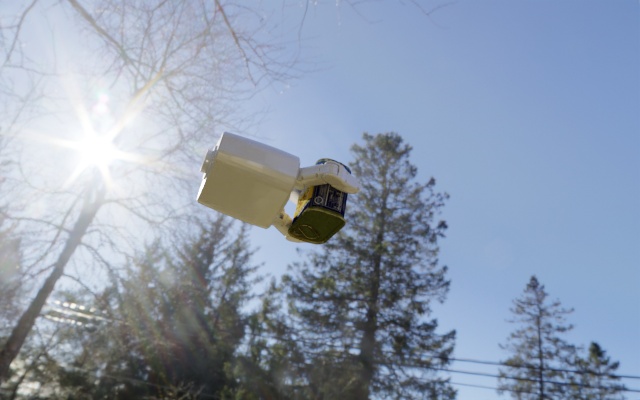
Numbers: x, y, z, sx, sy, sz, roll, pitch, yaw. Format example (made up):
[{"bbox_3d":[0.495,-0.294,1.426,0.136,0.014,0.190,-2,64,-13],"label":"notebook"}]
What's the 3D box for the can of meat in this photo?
[{"bbox_3d":[0.000,0.002,0.660,0.057,0.084,0.102,19,-30,-14],"label":"can of meat"}]
